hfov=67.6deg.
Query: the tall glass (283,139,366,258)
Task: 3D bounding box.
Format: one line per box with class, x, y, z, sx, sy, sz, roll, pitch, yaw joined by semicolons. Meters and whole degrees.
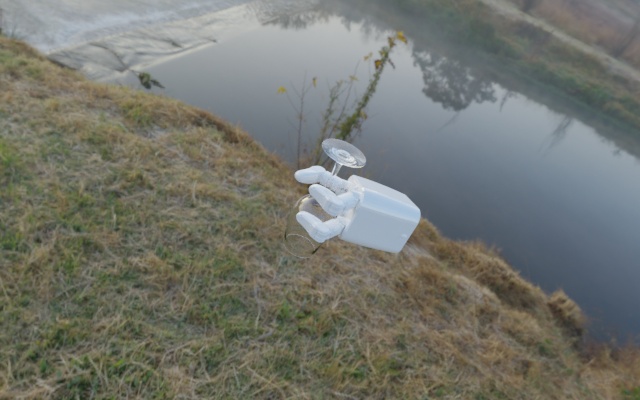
tall glass;0.000;0.002;0.784;0.079;0.201;0.079;19;32;-12
